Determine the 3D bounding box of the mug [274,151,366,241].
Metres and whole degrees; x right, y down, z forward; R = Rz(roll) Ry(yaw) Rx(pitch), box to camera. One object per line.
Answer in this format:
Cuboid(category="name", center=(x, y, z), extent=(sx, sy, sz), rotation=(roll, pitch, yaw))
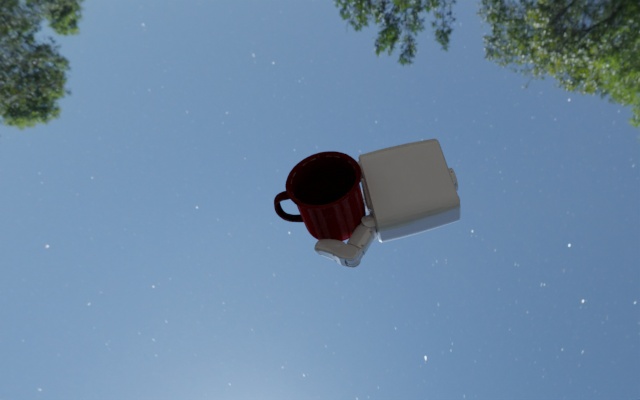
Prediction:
Cuboid(category="mug", center=(-0.001, 0.002, 0.599), extent=(0.117, 0.093, 0.082), rotation=(-13, -42, 6))
